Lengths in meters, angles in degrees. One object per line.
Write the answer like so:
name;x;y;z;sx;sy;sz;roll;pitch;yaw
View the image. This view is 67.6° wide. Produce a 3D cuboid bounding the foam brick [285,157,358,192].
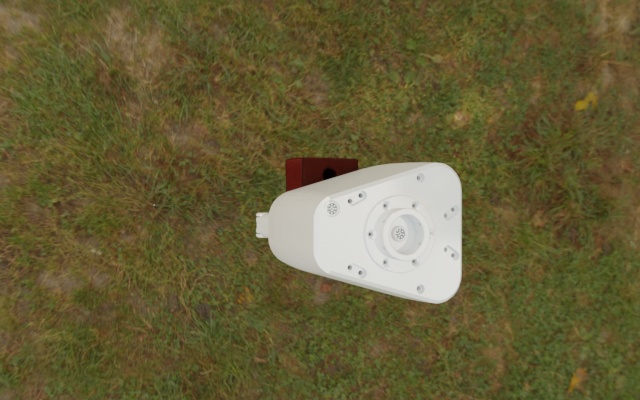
foam brick;0.000;0.001;0.421;0.053;0.078;0.051;0;-1;-20
